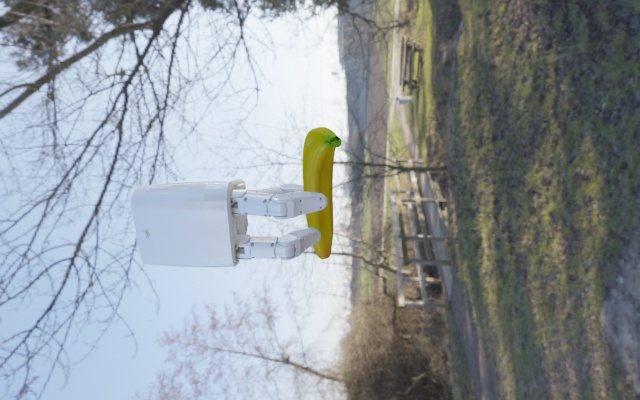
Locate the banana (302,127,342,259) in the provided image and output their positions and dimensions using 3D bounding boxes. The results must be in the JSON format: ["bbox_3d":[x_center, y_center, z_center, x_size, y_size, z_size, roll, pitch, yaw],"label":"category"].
[{"bbox_3d":[-0.001,-0.014,0.550,0.037,0.069,0.198,-3,-43,-4],"label":"banana"}]
